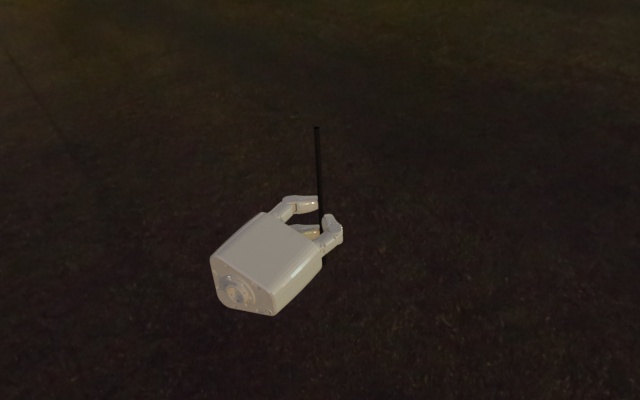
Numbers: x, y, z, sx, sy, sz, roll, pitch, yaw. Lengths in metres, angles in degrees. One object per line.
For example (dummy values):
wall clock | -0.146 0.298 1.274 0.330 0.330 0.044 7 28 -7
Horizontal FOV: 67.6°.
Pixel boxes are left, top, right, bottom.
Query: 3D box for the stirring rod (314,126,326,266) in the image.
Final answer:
stirring rod | 0.000 0.002 0.712 0.011 0.240 0.011 -2 33 1
